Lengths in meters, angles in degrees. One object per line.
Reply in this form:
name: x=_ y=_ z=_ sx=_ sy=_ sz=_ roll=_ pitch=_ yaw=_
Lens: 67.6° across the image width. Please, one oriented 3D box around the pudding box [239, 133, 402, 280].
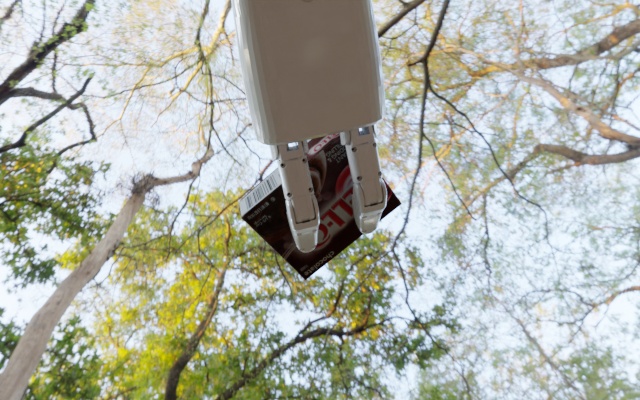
pudding box: x=0.000 y=0.001 z=0.412 sx=0.113 sy=0.090 sz=0.039 roll=-38 pitch=29 yaw=5
